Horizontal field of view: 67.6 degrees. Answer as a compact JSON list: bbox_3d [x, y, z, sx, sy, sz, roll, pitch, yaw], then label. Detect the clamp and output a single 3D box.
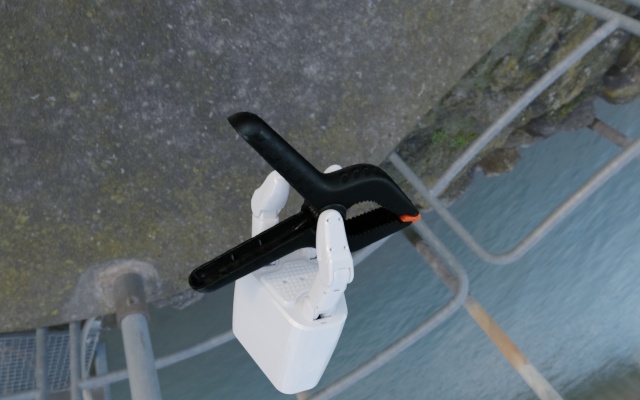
[{"bbox_3d":[0.001,0.002,0.401,0.210,0.165,0.036,-5,41,-27],"label":"clamp"}]
